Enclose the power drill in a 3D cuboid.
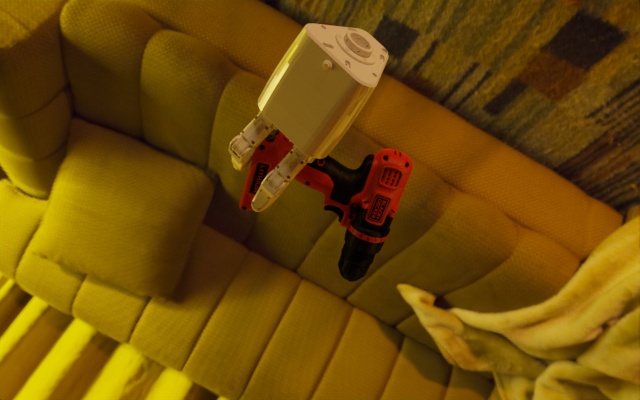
[{"bbox_3d":[0.000,0.002,0.593,0.187,0.184,0.057,18,23,-3],"label":"power drill"}]
